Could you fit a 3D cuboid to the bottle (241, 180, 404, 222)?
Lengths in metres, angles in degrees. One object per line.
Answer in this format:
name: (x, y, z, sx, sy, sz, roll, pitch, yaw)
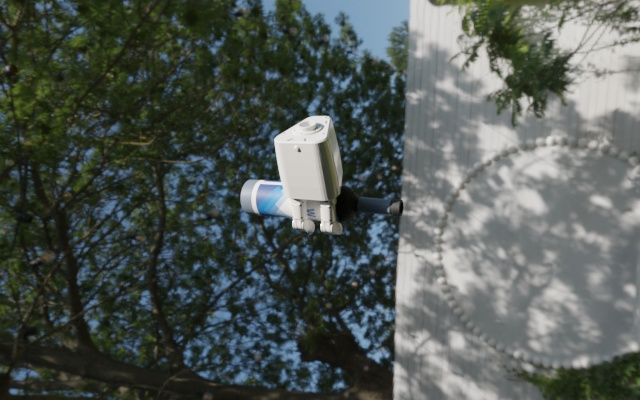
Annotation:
bottle: (0.000, 0.003, 0.850, 0.295, 0.069, 0.069, 4, 2, 24)
